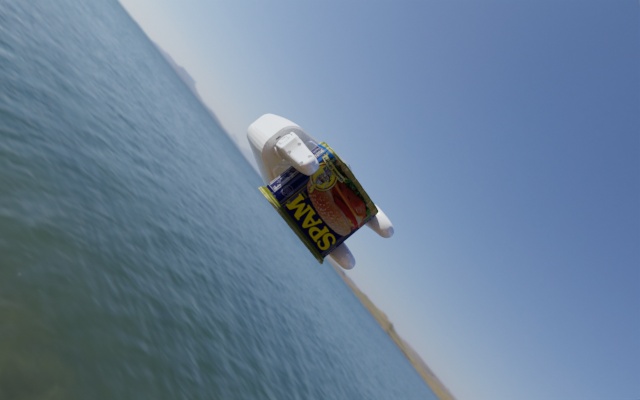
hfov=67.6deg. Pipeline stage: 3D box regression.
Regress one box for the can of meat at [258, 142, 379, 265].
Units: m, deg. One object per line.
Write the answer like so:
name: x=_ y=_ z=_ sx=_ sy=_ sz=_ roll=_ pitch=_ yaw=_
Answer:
can of meat: x=0.000 y=0.001 z=0.503 sx=0.084 sy=0.102 sz=0.057 roll=-39 pitch=25 yaw=-4
